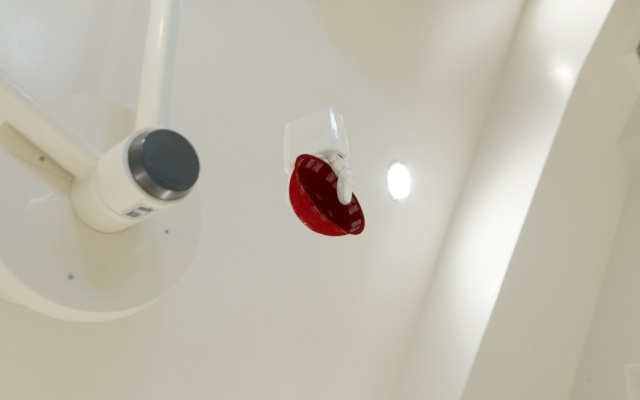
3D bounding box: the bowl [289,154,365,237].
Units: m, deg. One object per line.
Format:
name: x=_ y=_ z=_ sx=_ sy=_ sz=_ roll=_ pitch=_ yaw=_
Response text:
bowl: x=0.000 y=0.004 z=0.784 sx=0.055 sy=0.162 sz=0.162 roll=-39 pitch=-19 yaw=24
